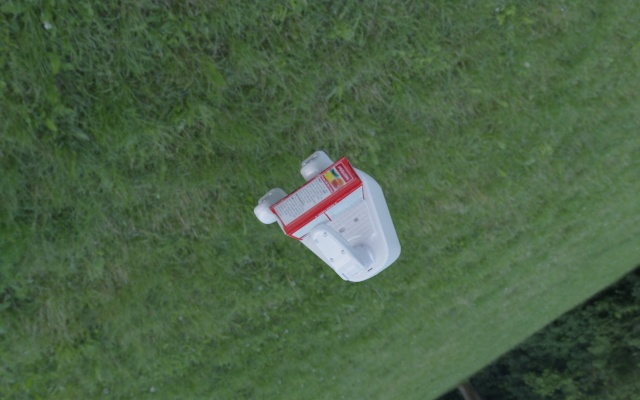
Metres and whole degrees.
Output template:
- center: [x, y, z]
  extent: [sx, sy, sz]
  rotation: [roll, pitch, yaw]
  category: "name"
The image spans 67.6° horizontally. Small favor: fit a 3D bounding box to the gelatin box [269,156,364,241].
- center: [0.000, 0.002, 0.413]
  extent: [0.073, 0.030, 0.089]
  rotation: [-34, -9, 0]
  category: "gelatin box"
